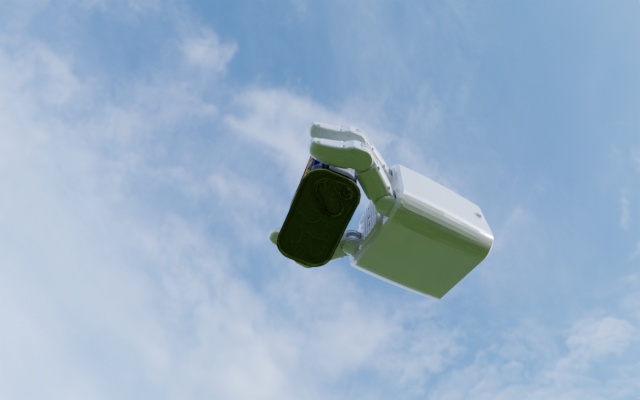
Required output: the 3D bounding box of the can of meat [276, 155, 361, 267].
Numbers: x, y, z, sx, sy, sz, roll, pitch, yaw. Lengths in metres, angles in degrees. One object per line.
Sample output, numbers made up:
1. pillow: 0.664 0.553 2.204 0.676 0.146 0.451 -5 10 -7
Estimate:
1. can of meat: 0.000 0.002 0.486 0.057 0.102 0.084 22 25 -6
